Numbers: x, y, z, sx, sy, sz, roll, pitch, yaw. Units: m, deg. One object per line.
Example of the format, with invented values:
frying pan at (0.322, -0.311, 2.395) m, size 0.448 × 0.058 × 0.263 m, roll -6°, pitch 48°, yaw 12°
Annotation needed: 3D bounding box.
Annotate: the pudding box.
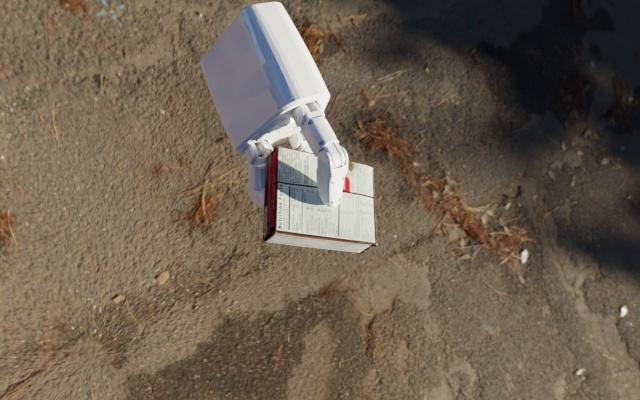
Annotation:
pudding box at (0.000, 0.001, 0.479) m, size 0.113 × 0.090 × 0.039 m, roll 9°, pitch -22°, yaw -22°
